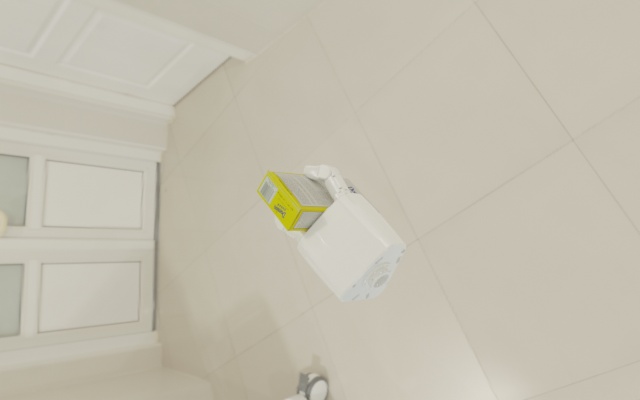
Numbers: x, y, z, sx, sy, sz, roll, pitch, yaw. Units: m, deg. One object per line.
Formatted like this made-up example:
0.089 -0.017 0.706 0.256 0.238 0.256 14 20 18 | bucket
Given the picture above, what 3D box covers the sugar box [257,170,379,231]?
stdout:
0.000 0.003 0.723 0.176 0.048 0.093 6 35 -47 | sugar box
